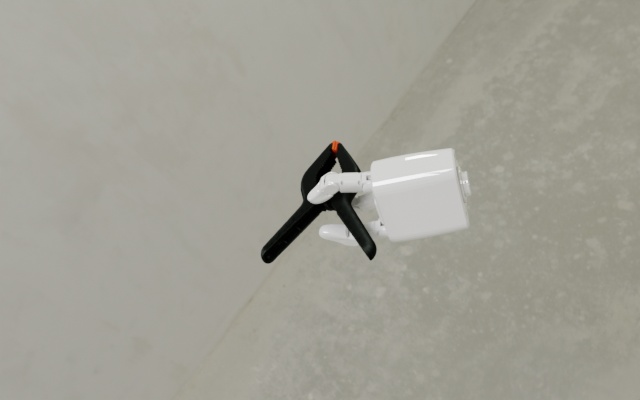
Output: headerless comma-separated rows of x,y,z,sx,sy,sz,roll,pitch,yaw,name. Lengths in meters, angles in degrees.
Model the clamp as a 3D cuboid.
0.000,0.001,0.682,0.164,0.209,0.036,-10,-40,19,clamp
